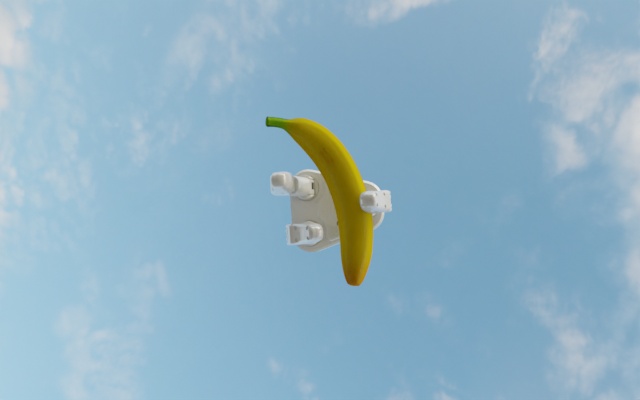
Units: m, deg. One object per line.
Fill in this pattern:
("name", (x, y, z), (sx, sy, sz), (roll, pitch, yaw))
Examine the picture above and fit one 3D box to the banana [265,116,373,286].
("banana", (0.015, -0.010, 0.505), (0.069, 0.198, 0.037), (-28, -2, -11))
